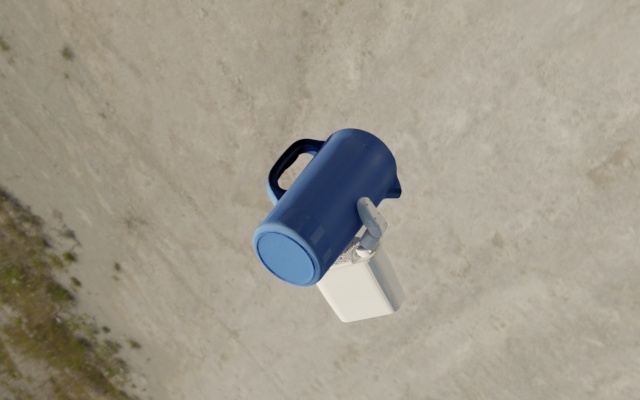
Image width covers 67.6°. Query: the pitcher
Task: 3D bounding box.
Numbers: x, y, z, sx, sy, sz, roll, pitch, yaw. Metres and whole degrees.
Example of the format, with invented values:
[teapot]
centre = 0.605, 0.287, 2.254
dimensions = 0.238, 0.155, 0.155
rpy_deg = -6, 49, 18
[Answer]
[pitcher]
centre = 0.000, 0.002, 0.699
dimensions = 0.149, 0.145, 0.242
rpy_deg = -9, 29, 39
